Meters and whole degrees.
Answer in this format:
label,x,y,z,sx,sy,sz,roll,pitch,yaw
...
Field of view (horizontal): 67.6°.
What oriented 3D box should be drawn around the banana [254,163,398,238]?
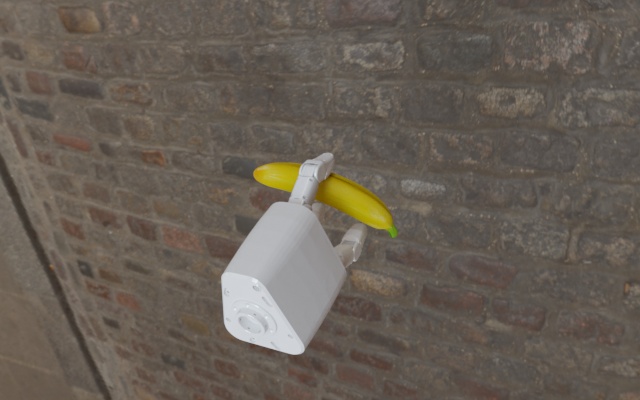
label,x,y,z,sx,sy,sz,roll,pitch,yaw
banana,0.006,-0.007,0.576,0.198,0.037,0.070,25,-36,7
